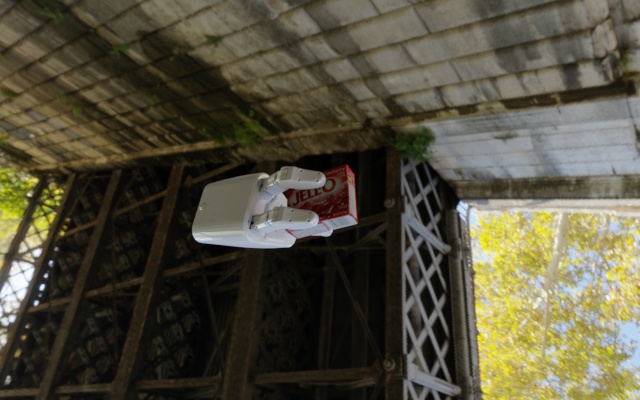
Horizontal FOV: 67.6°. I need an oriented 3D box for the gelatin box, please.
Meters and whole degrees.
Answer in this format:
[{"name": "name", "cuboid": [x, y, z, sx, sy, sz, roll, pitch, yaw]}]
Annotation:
[{"name": "gelatin box", "cuboid": [0.001, 0.002, 0.602, 0.089, 0.073, 0.030, -16, -34, 23]}]
